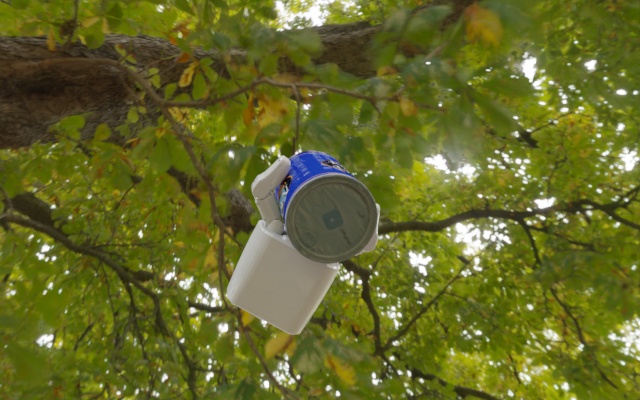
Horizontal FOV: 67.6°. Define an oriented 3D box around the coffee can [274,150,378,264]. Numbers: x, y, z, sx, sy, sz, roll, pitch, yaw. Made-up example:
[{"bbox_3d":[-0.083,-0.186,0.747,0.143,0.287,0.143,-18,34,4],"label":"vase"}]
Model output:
[{"bbox_3d":[0.000,0.002,0.584,0.103,0.103,0.140,0,17,-11],"label":"coffee can"}]
